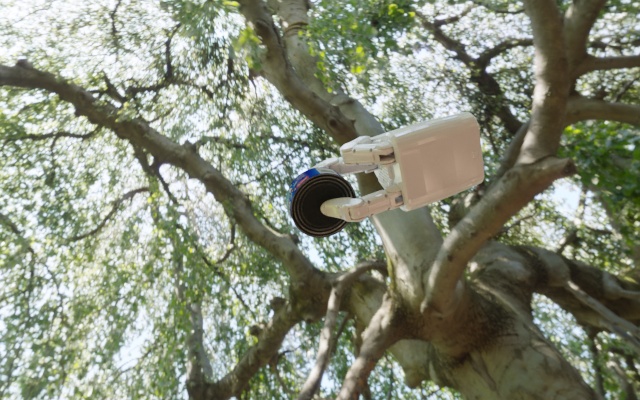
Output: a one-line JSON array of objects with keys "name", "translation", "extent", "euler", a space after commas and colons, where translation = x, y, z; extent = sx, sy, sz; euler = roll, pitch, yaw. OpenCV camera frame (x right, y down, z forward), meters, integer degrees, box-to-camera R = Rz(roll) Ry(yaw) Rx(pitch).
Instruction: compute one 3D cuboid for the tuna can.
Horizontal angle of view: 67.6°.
[{"name": "tuna can", "translation": [0.000, 0.002, 0.605], "extent": [0.086, 0.086, 0.033], "euler": [0, 21, -19]}]
